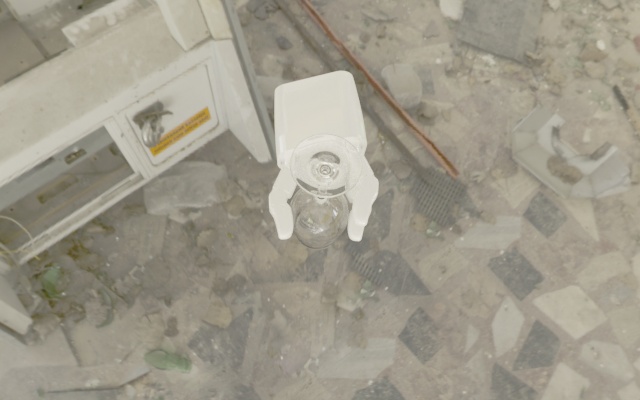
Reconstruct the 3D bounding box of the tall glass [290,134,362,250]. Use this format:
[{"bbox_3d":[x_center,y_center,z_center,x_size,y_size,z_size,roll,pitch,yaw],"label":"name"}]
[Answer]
[{"bbox_3d":[0.000,0.002,0.580,0.079,0.079,0.201,0,-23,-4],"label":"tall glass"}]
